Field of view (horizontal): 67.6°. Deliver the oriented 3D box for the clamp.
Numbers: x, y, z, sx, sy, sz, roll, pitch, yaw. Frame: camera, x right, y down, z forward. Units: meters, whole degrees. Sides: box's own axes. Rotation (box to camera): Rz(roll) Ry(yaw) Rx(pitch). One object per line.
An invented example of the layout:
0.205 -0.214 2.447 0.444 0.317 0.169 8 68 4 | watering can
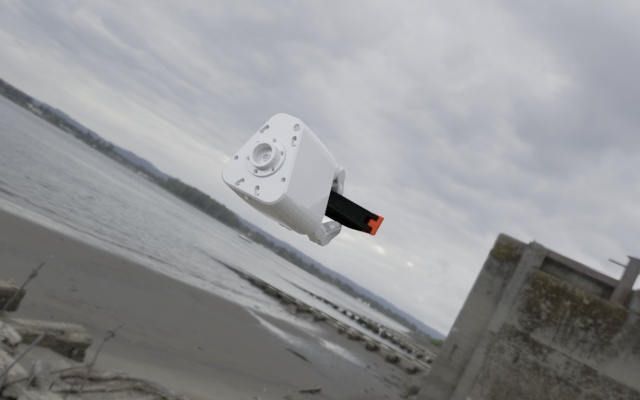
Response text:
0.001 0.002 0.688 0.210 0.036 0.165 25 -10 28 | clamp
